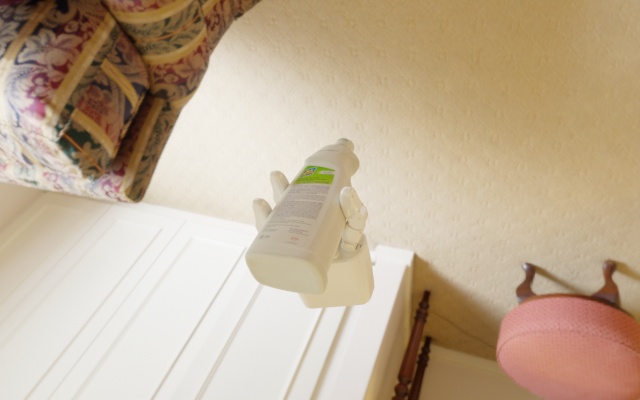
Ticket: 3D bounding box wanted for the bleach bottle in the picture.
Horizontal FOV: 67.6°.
[{"bbox_3d":[0.000,0.002,0.625,0.102,0.068,0.250,5,44,24],"label":"bleach bottle"}]
